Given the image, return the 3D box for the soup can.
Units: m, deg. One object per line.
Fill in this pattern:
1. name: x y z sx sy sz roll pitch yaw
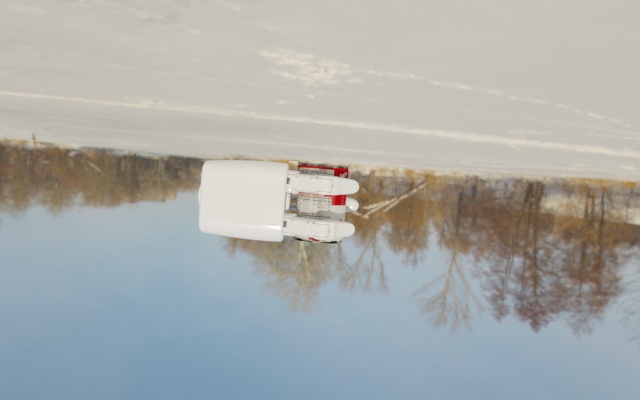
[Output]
1. soup can: 0.001 0.002 0.632 0.068 0.102 0.068 5 4 0
